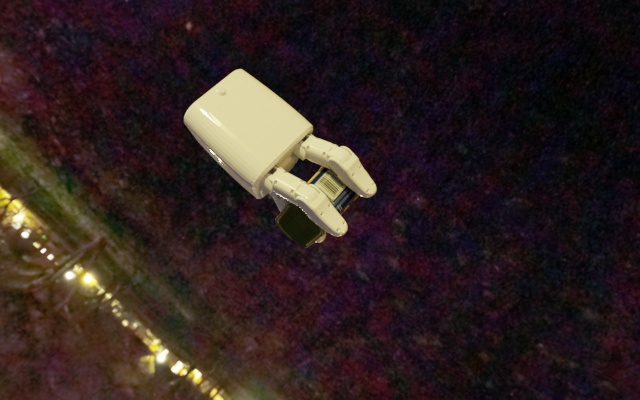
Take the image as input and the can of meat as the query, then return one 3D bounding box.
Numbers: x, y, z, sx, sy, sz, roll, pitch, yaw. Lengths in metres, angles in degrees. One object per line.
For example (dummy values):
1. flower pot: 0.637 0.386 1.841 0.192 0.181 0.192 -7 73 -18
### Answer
1. can of meat: 0.000 0.002 0.547 0.084 0.057 0.102 -47 0 -25
